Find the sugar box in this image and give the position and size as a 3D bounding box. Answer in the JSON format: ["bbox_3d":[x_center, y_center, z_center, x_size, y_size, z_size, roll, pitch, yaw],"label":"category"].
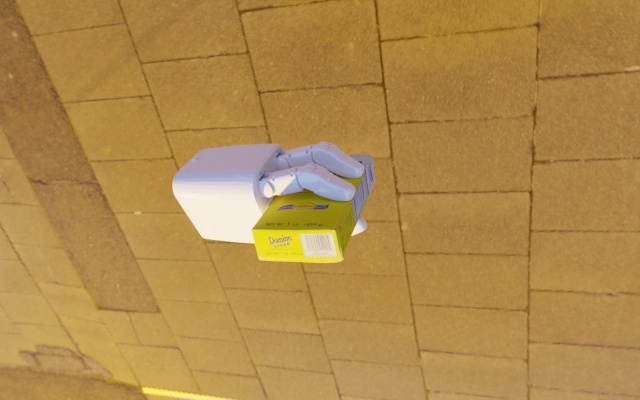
[{"bbox_3d":[0.000,0.001,0.544,0.093,0.048,0.176,0,32,18],"label":"sugar box"}]
